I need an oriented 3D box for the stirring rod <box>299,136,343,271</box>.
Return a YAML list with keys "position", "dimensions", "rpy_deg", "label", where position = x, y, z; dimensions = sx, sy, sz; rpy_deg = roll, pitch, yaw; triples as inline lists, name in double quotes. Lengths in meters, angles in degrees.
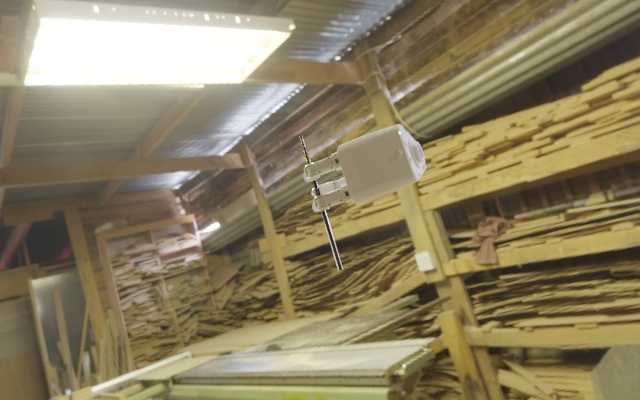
- position: [0.000, 0.003, 0.819]
  dimensions: [0.011, 0.239, 0.011]
  rpy_deg: [-16, -7, -2]
  label: "stirring rod"
